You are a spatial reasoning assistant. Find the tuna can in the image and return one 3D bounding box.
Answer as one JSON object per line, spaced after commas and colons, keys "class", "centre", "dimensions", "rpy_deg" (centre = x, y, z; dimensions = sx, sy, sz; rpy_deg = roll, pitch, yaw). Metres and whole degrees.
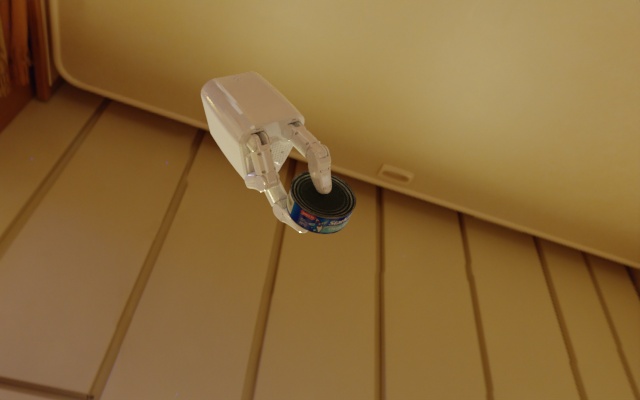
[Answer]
{"class": "tuna can", "centre": [0.000, 0.002, 0.610], "dimensions": [0.086, 0.034, 0.086], "rpy_deg": [11, 41, -10]}
